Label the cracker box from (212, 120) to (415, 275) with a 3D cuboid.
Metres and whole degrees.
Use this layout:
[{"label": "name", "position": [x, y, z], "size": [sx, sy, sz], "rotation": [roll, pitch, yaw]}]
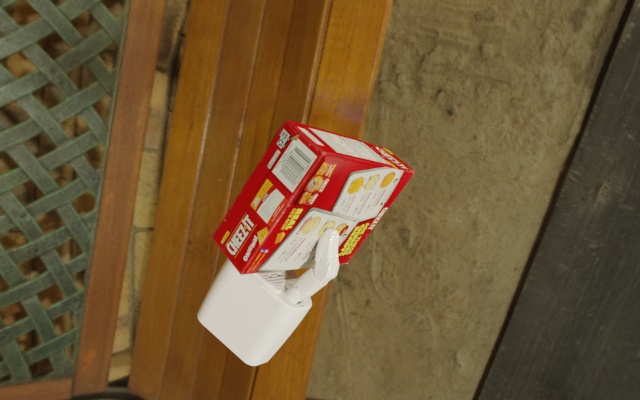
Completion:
[{"label": "cracker box", "position": [0.000, 0.002, 0.574], "size": [0.072, 0.164, 0.214], "rotation": [45, 22, 27]}]
